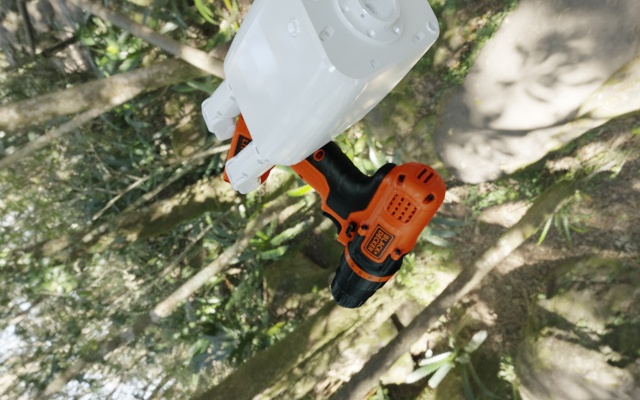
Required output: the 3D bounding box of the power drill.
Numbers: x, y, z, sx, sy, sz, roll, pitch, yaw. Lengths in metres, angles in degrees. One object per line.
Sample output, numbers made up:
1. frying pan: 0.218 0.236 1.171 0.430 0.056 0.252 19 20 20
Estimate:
1. power drill: 0.000 0.001 0.441 0.187 0.184 0.057 36 42 10
